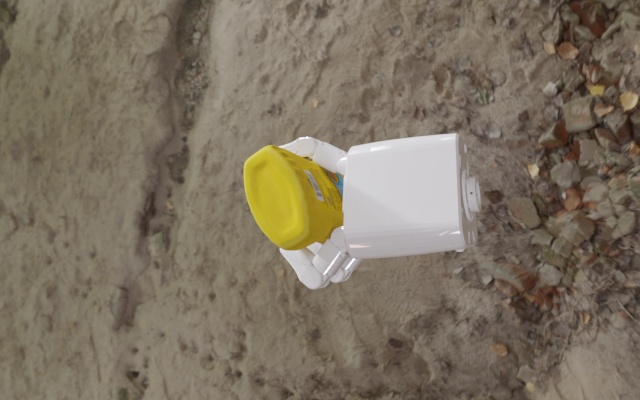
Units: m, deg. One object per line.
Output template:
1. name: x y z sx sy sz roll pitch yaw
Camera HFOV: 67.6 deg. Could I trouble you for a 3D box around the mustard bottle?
1. mustard bottle: 0.000 0.002 0.504 0.058 0.096 0.191 -33 -16 20
